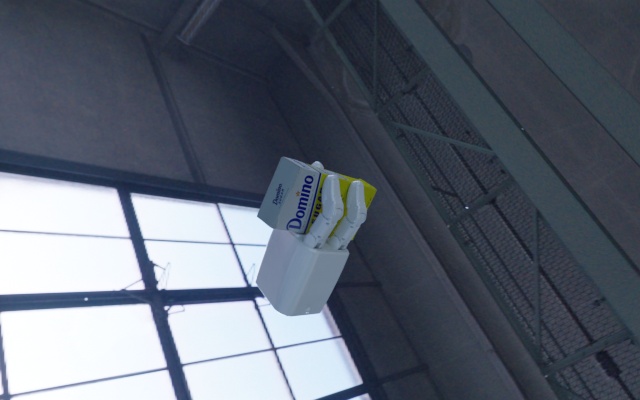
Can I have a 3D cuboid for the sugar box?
[{"bbox_3d":[0.000,0.003,0.688,0.048,0.093,0.176,32,14,38],"label":"sugar box"}]
